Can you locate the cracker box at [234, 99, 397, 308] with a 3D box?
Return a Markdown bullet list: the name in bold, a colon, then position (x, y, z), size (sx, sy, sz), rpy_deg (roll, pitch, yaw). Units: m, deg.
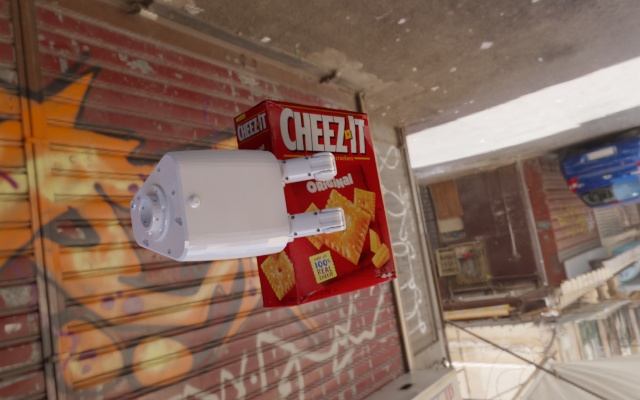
- **cracker box**: position (0.000, 0.002, 0.550), size (0.164, 0.213, 0.072), rpy_deg (-3, -9, -44)
